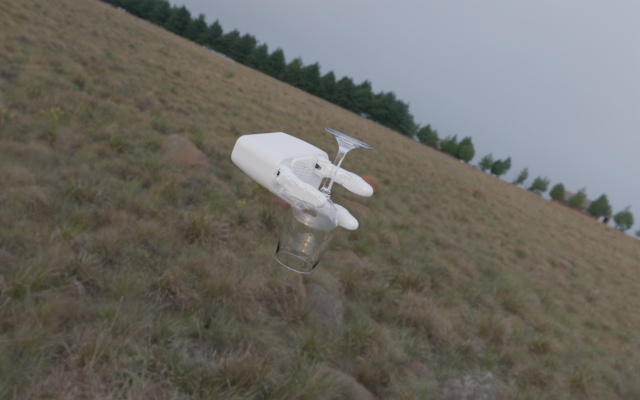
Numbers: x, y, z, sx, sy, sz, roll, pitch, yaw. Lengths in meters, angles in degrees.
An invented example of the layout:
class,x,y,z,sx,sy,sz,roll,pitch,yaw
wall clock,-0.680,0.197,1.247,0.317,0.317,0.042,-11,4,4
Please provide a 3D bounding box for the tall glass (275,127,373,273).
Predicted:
class,x,y,z,sx,sy,sz,roll,pitch,yaw
tall glass,0.000,0.002,0.683,0.079,0.201,0.079,22,11,-5
